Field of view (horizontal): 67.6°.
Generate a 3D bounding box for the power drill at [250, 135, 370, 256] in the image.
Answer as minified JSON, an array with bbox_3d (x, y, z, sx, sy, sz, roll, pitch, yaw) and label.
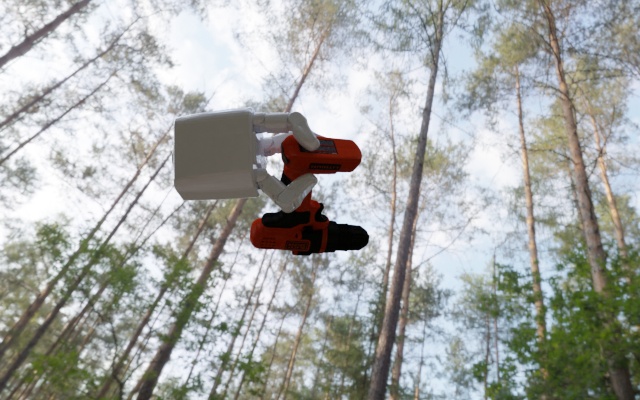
[{"bbox_3d":[0.000,0.002,0.681,0.184,0.188,0.057,2,37,-16],"label":"power drill"}]
